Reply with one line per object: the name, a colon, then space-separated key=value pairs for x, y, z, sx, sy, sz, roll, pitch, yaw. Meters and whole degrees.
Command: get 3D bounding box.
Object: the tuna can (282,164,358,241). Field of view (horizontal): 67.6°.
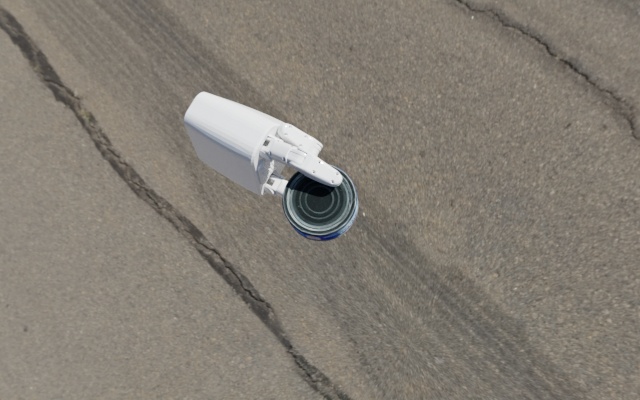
tuna can: x=0.000 y=0.002 z=0.545 sx=0.086 sy=0.086 sz=0.034 roll=0 pitch=-14 yaw=5
